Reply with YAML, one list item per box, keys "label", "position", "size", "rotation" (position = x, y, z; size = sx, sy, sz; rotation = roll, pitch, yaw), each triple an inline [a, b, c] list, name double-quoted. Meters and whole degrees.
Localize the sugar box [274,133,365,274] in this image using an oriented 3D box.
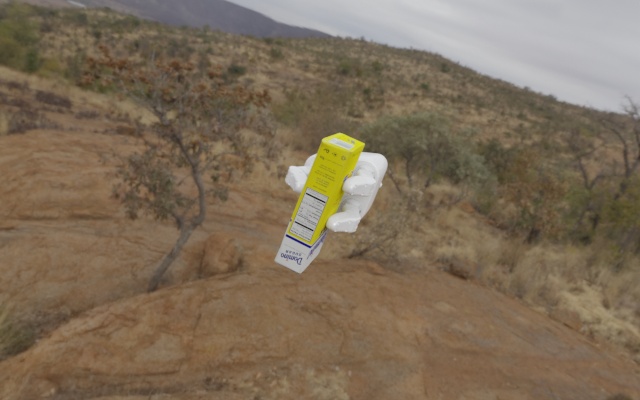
- label: "sugar box"
  position: [0.001, 0.002, 0.634]
  size: [0.048, 0.176, 0.093]
  rotation: [23, 18, 11]
